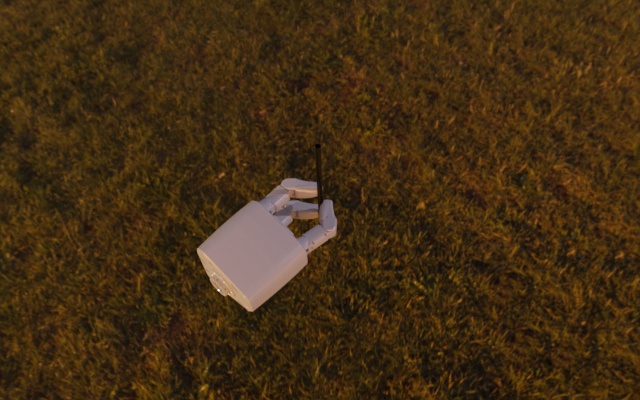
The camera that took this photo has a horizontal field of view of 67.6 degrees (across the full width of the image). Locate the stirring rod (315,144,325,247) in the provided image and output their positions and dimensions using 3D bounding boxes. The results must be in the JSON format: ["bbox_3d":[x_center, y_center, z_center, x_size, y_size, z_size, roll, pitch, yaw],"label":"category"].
[{"bbox_3d":[0.000,0.002,0.708,0.011,0.011,0.240,0,-37,2],"label":"stirring rod"}]
